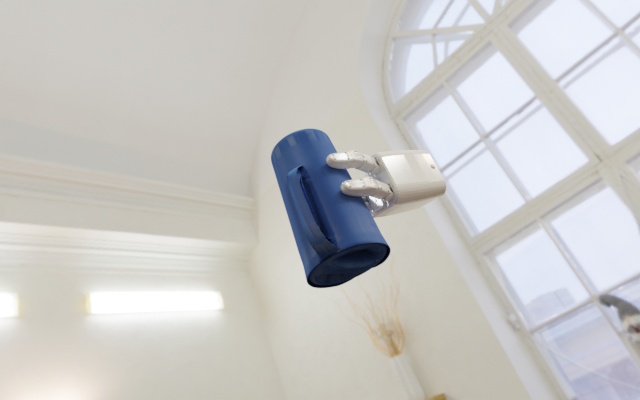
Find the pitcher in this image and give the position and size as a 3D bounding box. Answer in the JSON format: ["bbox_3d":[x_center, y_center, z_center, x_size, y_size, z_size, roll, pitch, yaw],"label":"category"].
[{"bbox_3d":[0.000,0.002,0.752,0.145,0.242,0.149,-9,-32,-24],"label":"pitcher"}]
